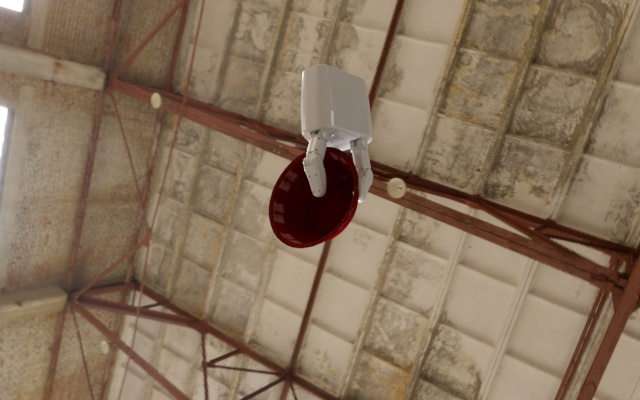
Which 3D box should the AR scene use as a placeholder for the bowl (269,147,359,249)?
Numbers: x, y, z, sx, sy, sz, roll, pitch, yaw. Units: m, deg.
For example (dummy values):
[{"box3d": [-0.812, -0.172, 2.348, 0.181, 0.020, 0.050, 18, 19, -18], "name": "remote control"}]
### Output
[{"box3d": [0.000, 0.004, 0.722, 0.162, 0.162, 0.055, 0, -22, 37], "name": "bowl"}]
